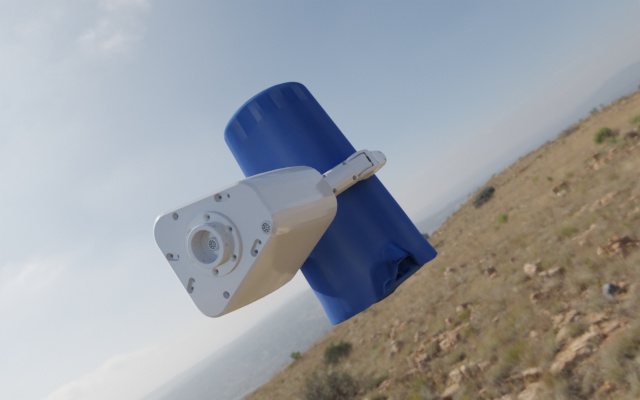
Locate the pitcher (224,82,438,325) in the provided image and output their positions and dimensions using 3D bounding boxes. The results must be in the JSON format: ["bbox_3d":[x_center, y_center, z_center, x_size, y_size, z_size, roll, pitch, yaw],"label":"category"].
[{"bbox_3d":[0.000,0.002,0.522,0.149,0.243,0.145,-38,-8,25],"label":"pitcher"}]
